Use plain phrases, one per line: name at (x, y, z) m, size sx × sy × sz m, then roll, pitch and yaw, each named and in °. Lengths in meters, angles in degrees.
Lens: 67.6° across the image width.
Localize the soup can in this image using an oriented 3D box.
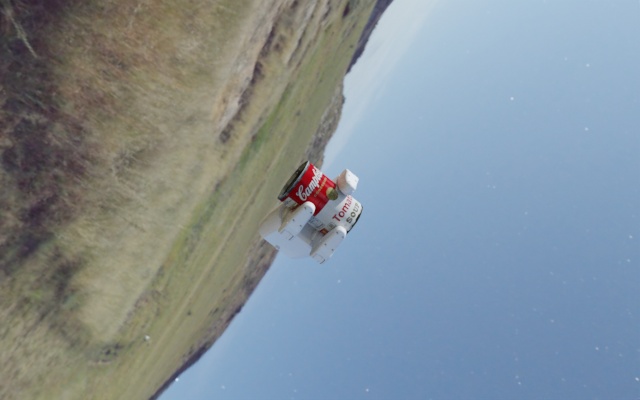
soup can at (0.001, 0.002, 0.669) m, size 0.102 × 0.068 × 0.068 m, roll 39°, pitch -9°, yaw -12°
